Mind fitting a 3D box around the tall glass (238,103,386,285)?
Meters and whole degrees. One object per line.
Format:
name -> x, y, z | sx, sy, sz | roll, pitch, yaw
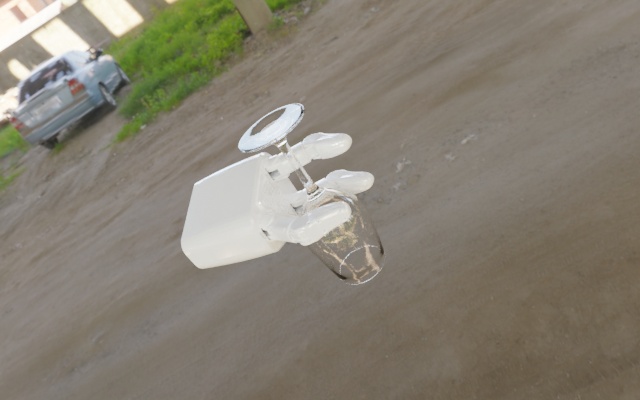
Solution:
tall glass -> 0.000, 0.001, 0.505 | 0.079, 0.201, 0.079 | -25, 31, 16
